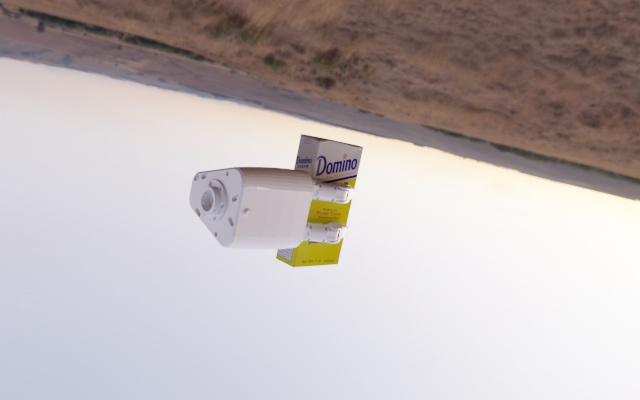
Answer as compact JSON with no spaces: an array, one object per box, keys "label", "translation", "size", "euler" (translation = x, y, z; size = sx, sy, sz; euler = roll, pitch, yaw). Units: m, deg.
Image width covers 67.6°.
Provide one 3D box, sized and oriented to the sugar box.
[{"label":"sugar box","translation":[0.000,0.002,0.668],"size":[0.093,0.176,0.048],"euler":[3,14,-45]}]
